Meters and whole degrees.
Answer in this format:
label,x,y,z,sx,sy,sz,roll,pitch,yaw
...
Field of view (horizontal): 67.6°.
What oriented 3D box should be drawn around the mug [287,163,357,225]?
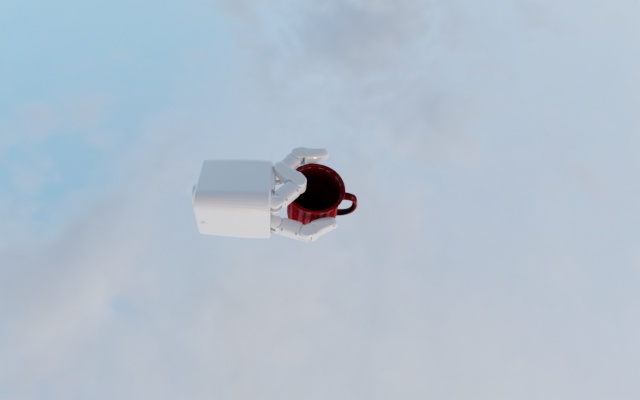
label,x,y,z,sx,sy,sz,roll,pitch,yaw
mug,0.002,0.003,0.762,0.117,0.093,0.082,3,-33,-5
